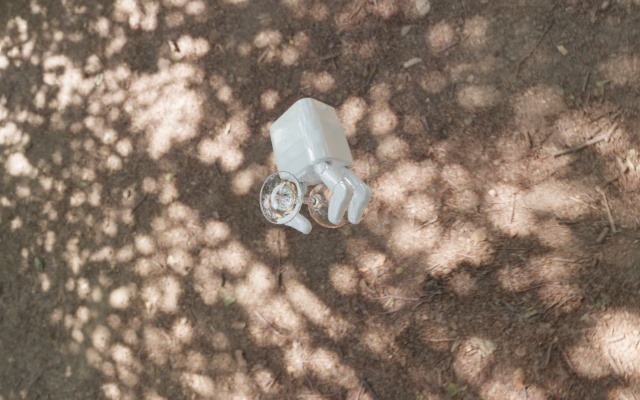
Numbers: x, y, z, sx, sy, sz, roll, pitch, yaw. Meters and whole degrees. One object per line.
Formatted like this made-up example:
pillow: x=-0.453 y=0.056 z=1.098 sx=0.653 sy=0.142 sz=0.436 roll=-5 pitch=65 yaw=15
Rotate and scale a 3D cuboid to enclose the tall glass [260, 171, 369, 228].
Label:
tall glass: x=0.000 y=0.003 z=0.737 sx=0.079 sy=0.079 sz=0.201 roll=0 pitch=-4 yaw=34
